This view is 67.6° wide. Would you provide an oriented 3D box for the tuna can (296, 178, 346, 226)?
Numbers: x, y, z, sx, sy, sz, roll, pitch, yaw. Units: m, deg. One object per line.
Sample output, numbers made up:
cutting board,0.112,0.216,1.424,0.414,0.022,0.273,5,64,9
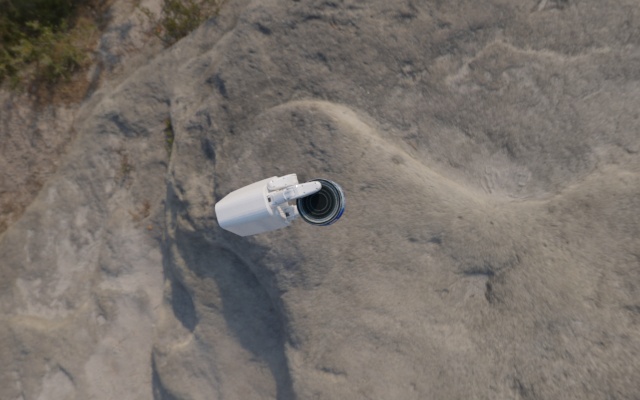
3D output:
tuna can,0.000,0.003,0.851,0.086,0.086,0.034,0,-3,14
